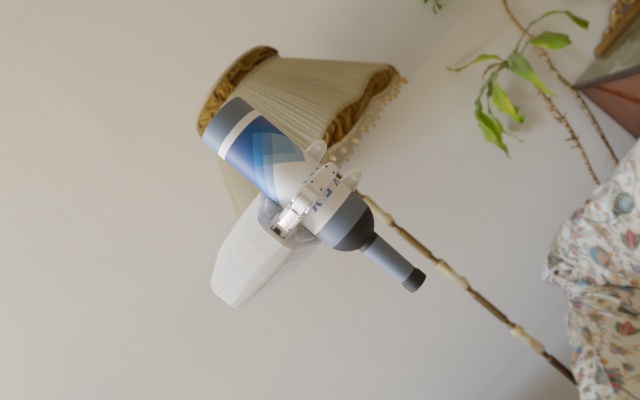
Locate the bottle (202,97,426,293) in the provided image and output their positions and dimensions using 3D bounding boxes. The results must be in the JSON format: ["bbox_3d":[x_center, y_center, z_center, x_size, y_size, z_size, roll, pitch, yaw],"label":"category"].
[{"bbox_3d":[0.000,0.002,0.546,0.296,0.069,0.069,40,-1,-1],"label":"bottle"}]
